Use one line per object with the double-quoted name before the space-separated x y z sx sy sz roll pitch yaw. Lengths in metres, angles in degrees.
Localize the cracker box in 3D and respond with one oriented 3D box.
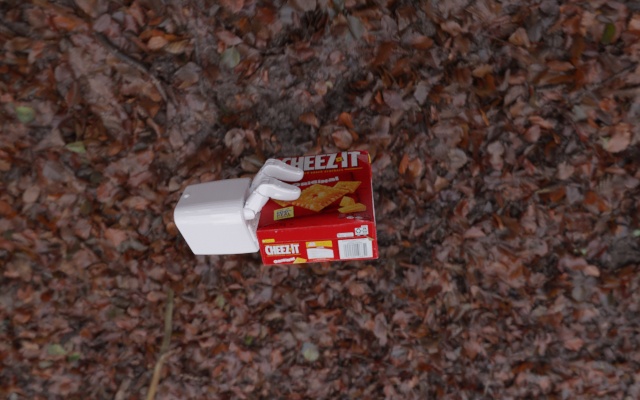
"cracker box" 0.000 0.003 0.734 0.164 0.072 0.213 -4 33 6
